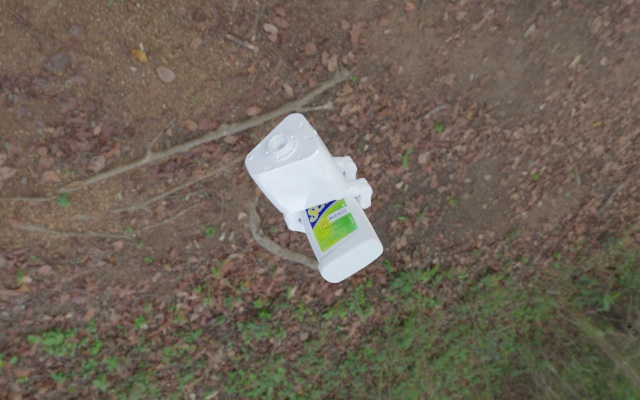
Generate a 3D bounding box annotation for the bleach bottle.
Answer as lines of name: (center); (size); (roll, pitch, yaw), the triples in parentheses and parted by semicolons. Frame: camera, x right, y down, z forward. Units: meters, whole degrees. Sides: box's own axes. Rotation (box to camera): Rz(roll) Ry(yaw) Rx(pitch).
bleach bottle: (0.000, 0.003, 0.772); (0.102, 0.250, 0.068); (-33, -36, 4)
